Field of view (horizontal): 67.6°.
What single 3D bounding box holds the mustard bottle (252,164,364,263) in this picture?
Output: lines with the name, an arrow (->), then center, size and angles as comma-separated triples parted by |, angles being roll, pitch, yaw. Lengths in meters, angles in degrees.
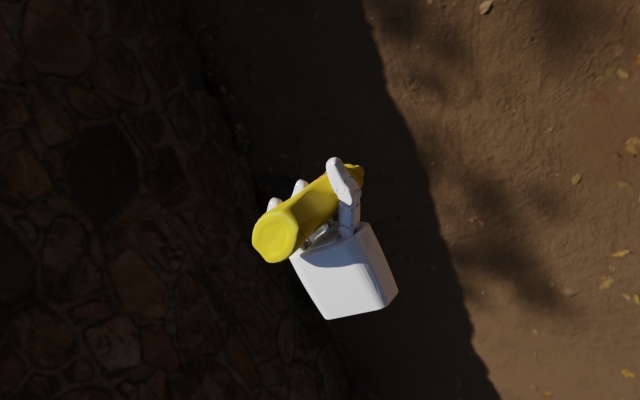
mustard bottle -> 0.000, 0.002, 0.621 | 0.191, 0.058, 0.096 | -38, -8, -41
